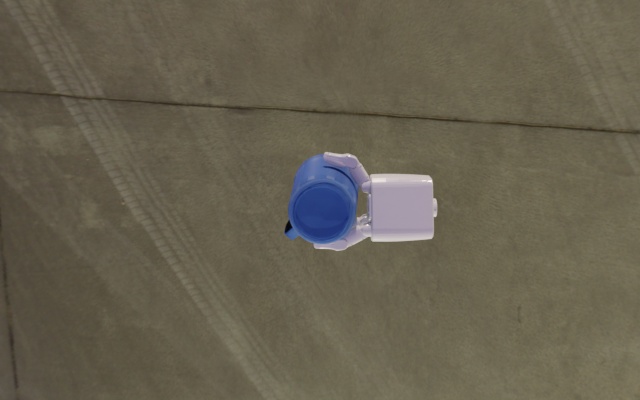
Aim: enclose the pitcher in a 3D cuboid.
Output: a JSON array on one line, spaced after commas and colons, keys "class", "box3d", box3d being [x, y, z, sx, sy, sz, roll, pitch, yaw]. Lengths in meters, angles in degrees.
[{"class": "pitcher", "box3d": [0.000, 0.003, 0.861, 0.145, 0.149, 0.242, 0, 12, 3]}]
